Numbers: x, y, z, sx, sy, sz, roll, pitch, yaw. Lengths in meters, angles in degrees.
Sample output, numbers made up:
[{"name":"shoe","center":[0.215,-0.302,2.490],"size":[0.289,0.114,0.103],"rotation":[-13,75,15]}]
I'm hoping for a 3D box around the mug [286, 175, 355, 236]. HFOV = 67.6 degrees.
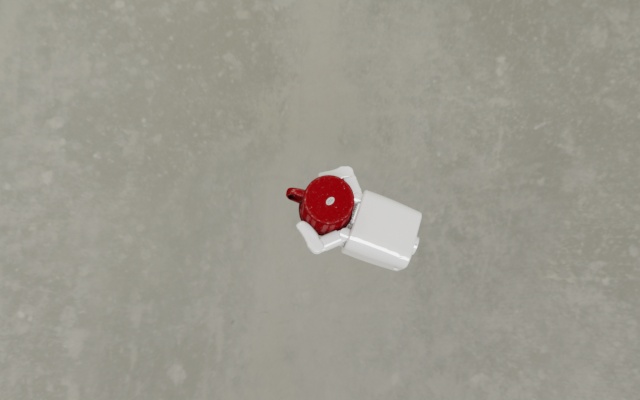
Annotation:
[{"name":"mug","center":[-0.001,0.002,0.780],"size":[0.117,0.093,0.081],"rotation":[20,-13,1]}]
